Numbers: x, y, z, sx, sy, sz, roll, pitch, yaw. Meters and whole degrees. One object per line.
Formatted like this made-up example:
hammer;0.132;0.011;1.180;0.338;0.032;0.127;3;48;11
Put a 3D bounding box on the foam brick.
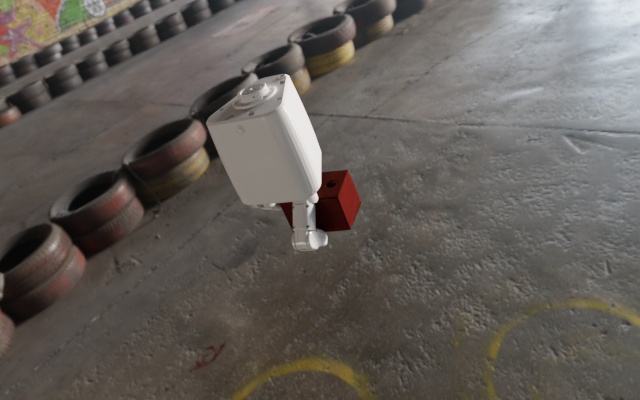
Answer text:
foam brick;0.000;0.002;0.567;0.078;0.051;0.053;-5;36;24
